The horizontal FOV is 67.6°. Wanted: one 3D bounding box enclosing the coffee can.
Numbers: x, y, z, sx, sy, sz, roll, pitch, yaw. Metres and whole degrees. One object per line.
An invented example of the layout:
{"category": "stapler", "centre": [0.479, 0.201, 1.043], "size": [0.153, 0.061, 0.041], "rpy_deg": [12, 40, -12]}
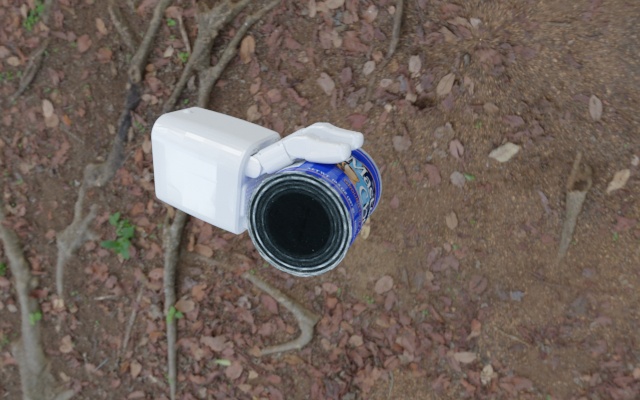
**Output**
{"category": "coffee can", "centre": [0.000, 0.002, 0.495], "size": [0.103, 0.103, 0.140], "rpy_deg": [0, 18, 19]}
